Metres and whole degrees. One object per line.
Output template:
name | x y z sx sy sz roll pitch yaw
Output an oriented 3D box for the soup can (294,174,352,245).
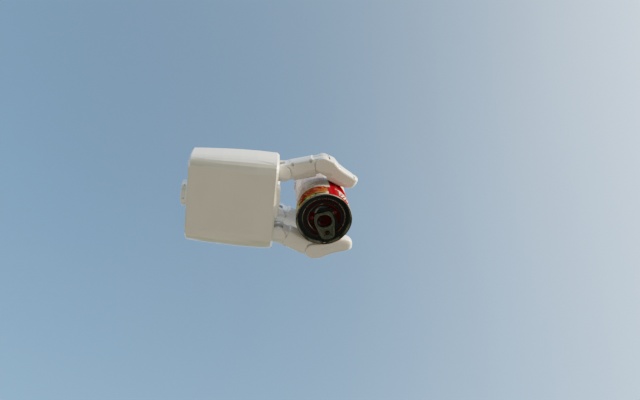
soup can | 0.001 0.002 0.613 0.068 0.068 0.102 0 25 -5
